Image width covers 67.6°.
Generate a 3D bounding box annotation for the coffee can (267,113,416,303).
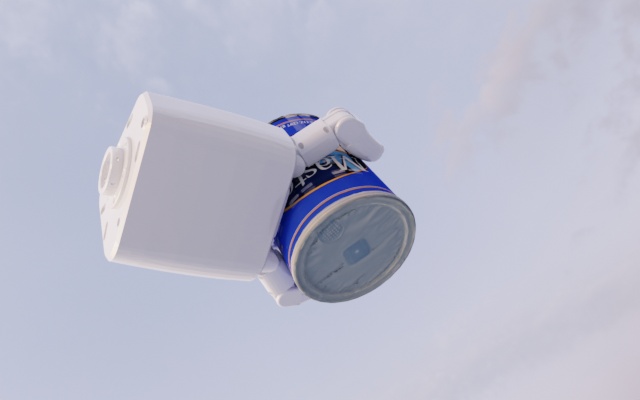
[{"bbox_3d":[0.000,0.001,0.407,0.103,0.103,0.140,0,33,-29],"label":"coffee can"}]
